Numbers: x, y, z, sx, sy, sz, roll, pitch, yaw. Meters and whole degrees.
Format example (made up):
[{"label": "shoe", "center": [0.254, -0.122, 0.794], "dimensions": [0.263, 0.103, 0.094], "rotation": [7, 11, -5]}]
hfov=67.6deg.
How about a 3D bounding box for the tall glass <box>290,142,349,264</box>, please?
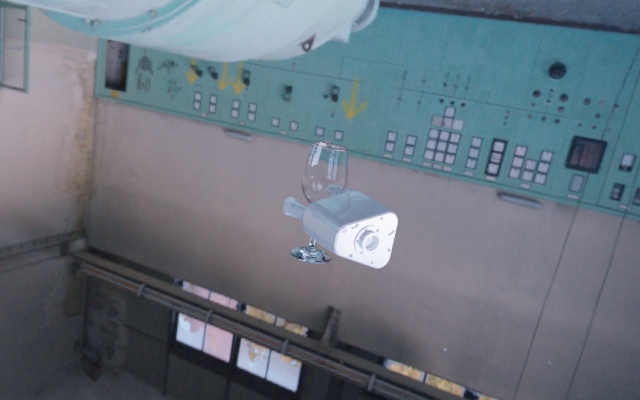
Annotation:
[{"label": "tall glass", "center": [0.000, 0.003, 0.826], "dimensions": [0.079, 0.201, 0.079], "rotation": [10, 13, -2]}]
